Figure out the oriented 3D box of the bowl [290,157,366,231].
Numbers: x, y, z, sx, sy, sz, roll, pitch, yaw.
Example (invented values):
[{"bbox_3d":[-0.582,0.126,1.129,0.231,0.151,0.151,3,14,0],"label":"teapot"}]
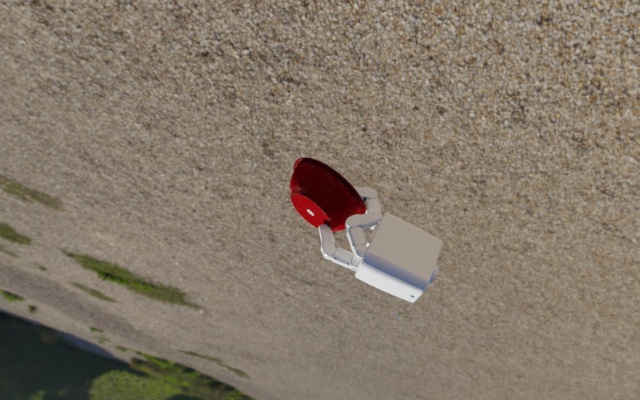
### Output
[{"bbox_3d":[-0.001,0.002,0.831,0.055,0.162,0.162,-48,23,-23],"label":"bowl"}]
